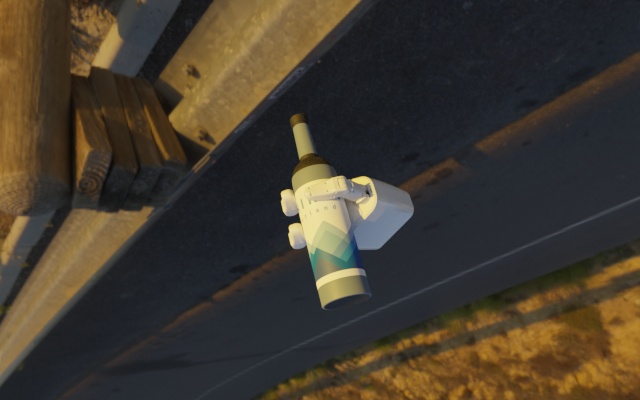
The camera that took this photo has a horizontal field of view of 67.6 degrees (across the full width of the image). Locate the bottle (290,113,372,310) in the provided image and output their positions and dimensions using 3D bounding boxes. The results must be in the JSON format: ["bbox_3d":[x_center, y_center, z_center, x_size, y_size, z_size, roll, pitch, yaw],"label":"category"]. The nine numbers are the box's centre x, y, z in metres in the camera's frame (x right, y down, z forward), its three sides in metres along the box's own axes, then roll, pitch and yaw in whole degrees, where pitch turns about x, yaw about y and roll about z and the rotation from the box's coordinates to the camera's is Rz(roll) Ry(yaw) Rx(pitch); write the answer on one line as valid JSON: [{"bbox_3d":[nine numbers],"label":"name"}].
[{"bbox_3d":[0.000,0.002,0.680,0.069,0.295,0.069,-12,-24,-6],"label":"bottle"}]
